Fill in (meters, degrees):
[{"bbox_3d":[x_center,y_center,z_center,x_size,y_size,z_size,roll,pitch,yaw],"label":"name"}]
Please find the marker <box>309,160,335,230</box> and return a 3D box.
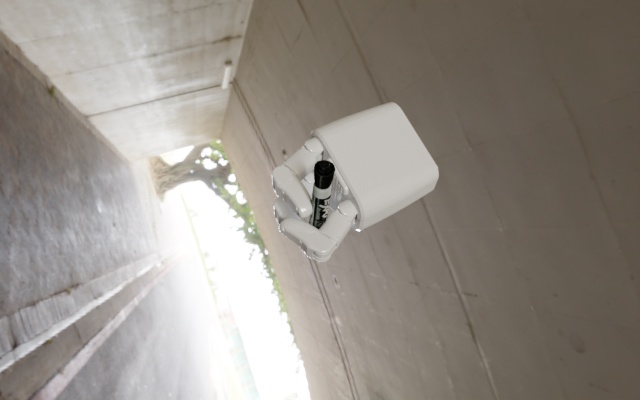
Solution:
[{"bbox_3d":[0.000,0.002,0.462,0.020,0.020,0.121,0,-33,-4],"label":"marker"}]
